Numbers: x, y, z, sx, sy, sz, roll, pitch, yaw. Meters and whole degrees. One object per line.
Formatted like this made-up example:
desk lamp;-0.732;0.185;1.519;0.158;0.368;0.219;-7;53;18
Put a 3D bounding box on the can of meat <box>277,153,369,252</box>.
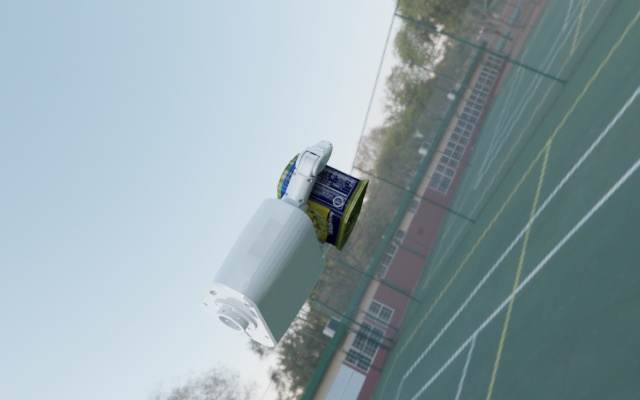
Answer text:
can of meat;0.000;0.002;0.534;0.084;0.057;0.102;25;-29;10
